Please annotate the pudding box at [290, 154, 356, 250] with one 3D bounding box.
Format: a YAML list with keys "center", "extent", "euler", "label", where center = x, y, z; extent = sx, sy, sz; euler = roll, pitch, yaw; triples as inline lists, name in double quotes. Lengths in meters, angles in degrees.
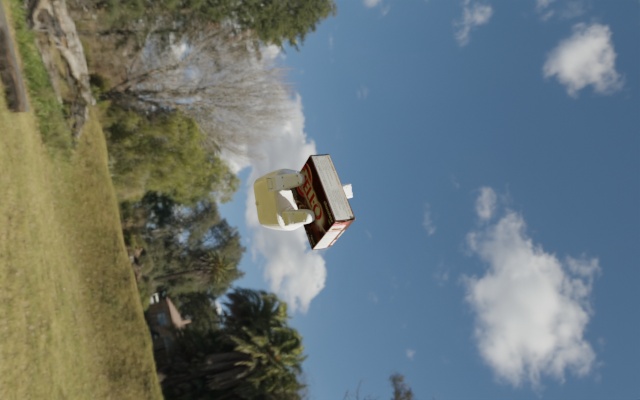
- center: [0.000, 0.002, 0.696]
  extent: [0.039, 0.113, 0.090]
  euler: [-10, -26, -28]
  label: "pudding box"
